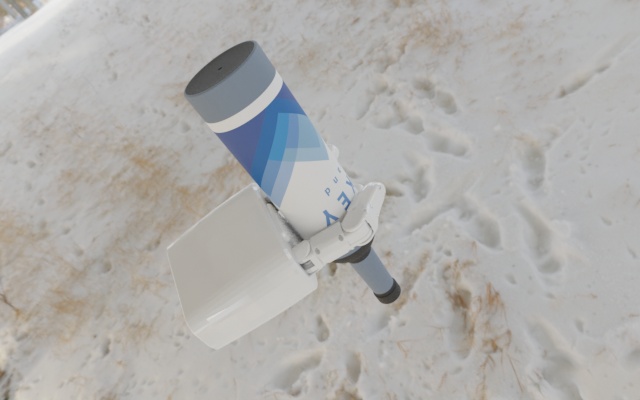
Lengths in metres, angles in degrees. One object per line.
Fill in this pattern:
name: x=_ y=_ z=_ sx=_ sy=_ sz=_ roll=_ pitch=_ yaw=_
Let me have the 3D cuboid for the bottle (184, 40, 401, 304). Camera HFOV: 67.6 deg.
bottle: x=0.000 y=0.001 z=0.429 sx=0.069 sy=0.069 sz=0.296 roll=0 pitch=-42 yaw=42
